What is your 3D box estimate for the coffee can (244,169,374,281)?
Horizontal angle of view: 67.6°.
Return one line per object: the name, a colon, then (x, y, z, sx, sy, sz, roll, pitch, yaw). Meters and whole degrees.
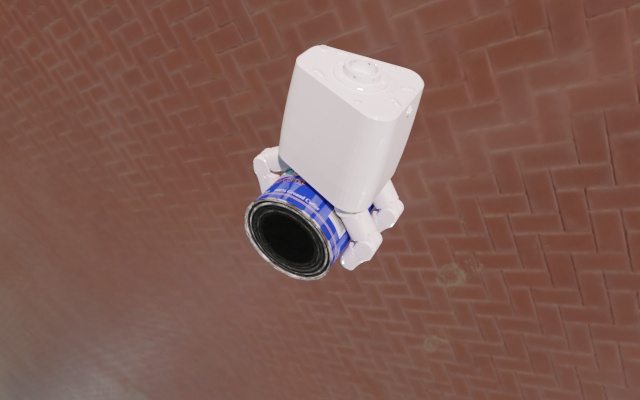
coffee can: (0.000, 0.002, 0.518, 0.103, 0.103, 0.140, 0, 34, 36)
